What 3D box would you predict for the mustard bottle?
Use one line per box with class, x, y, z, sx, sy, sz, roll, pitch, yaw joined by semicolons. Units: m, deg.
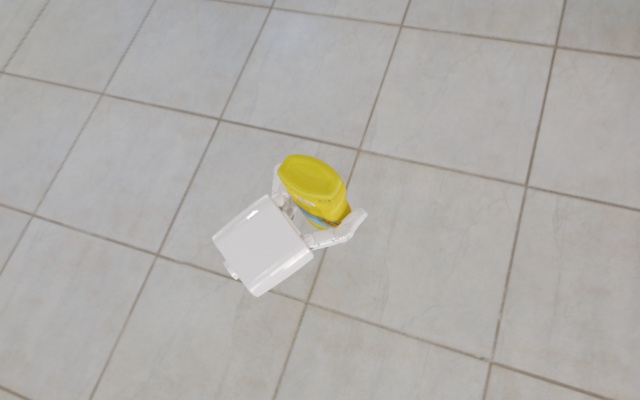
mustard bottle;0.000;0.002;0.729;0.096;0.058;0.192;25;-16;19
